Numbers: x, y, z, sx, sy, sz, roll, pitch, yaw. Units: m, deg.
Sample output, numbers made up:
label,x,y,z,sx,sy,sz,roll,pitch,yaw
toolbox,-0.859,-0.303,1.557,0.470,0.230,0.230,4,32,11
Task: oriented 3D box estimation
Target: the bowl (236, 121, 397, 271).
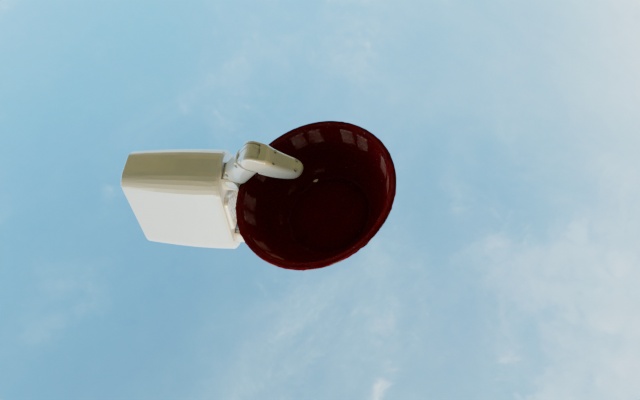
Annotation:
label,x,y,z,sx,sy,sz,roll,pitch,yaw
bowl,0.001,0.002,0.473,0.162,0.162,0.055,0,-28,21
